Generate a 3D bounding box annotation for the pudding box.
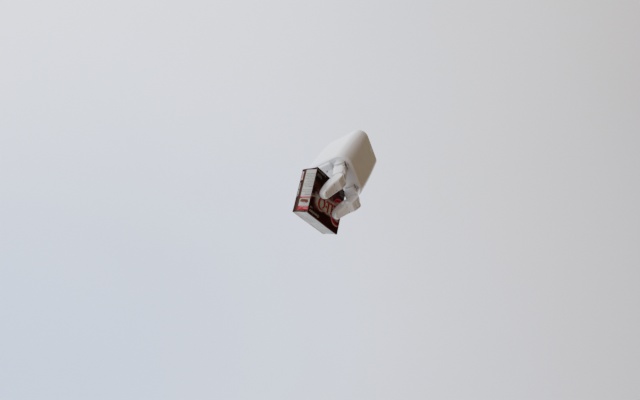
[{"bbox_3d":[0.000,0.003,0.886,0.039,0.090,0.113,-3,-26,34],"label":"pudding box"}]
